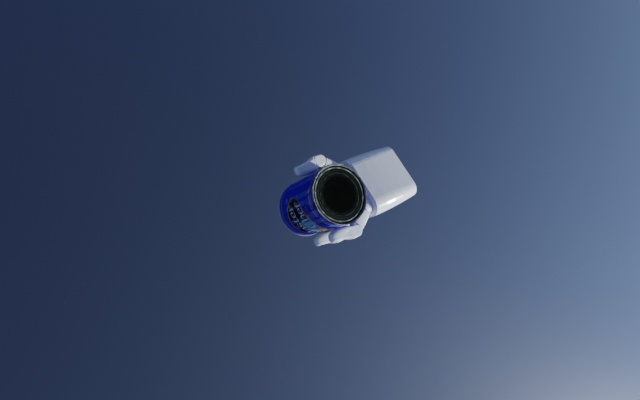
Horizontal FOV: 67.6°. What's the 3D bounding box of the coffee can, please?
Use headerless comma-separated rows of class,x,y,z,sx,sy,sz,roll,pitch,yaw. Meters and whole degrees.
coffee can,0.000,0.003,0.830,0.103,0.103,0.140,0,-11,-28
